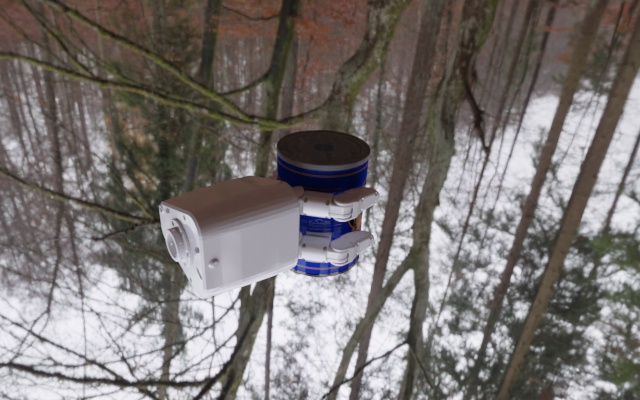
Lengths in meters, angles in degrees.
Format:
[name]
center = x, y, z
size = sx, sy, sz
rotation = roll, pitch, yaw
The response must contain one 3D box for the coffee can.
[coffee can]
center = 0.000, 0.002, 0.553
size = 0.103, 0.140, 0.102
rotation = 2, 28, -1
